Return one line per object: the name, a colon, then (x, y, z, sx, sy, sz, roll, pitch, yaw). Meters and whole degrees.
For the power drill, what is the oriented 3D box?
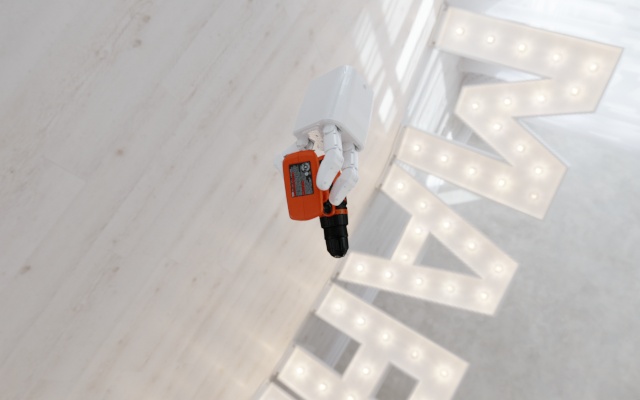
power drill: (0.000, 0.002, 0.777, 0.057, 0.184, 0.188, -11, -9, 14)
